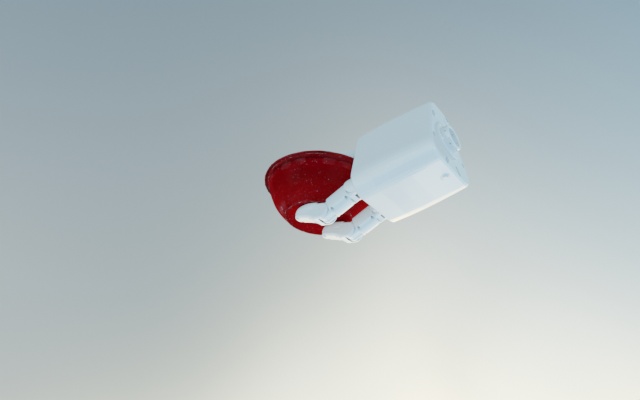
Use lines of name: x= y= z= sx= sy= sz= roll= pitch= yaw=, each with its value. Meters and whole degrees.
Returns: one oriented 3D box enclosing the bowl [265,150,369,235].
bowl: x=-0.001 y=0.003 z=0.652 sx=0.162 sy=0.055 sz=0.162 roll=4 pitch=-32 yaw=3
